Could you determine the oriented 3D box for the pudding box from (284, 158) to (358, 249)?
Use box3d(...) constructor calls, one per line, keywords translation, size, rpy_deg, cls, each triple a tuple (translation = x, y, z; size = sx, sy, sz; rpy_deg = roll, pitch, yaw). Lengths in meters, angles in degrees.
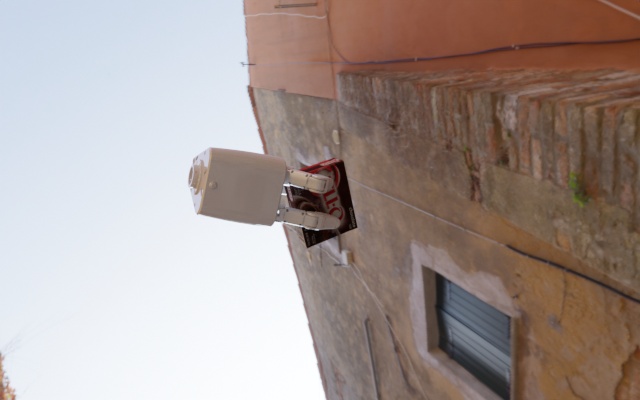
box3d(translation=(0.000, 0.002, 0.713), size=(0.090, 0.113, 0.039), rpy_deg=(-20, 22, -20), cls="pudding box")
